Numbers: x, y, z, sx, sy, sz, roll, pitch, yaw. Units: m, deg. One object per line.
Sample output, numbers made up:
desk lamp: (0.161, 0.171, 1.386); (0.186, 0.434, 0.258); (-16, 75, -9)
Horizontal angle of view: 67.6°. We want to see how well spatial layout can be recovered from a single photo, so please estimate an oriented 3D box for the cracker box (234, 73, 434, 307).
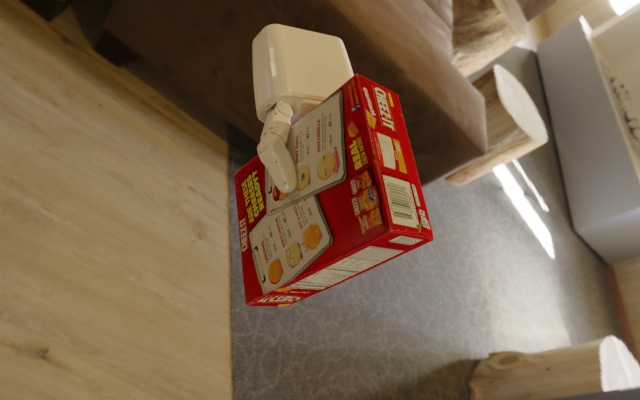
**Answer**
cracker box: (0.000, 0.002, 0.495); (0.072, 0.164, 0.214); (13, -34, -39)
